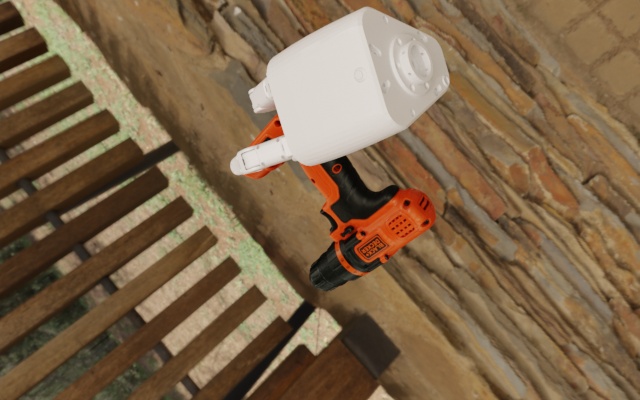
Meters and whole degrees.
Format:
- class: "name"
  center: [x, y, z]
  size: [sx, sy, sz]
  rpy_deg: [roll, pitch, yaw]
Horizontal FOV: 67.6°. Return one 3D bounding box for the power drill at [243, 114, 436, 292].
- class: "power drill"
  center: [0.000, 0.001, 0.508]
  size: [0.184, 0.187, 0.057]
  rpy_deg: [-42, 7, 38]
